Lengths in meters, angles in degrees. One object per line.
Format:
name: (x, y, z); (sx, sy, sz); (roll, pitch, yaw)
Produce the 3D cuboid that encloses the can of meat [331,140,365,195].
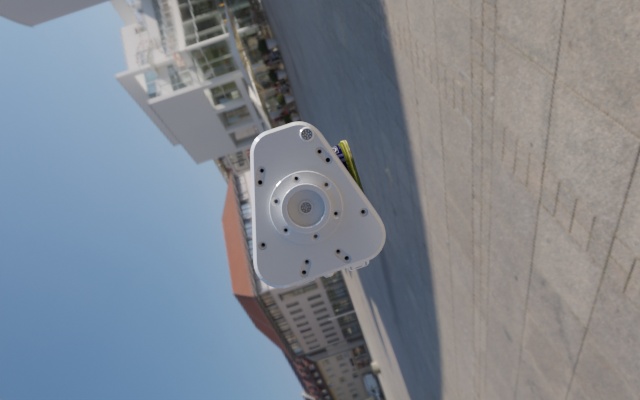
can of meat: (0.000, 0.002, 0.475); (0.084, 0.102, 0.057); (-19, 8, -1)
